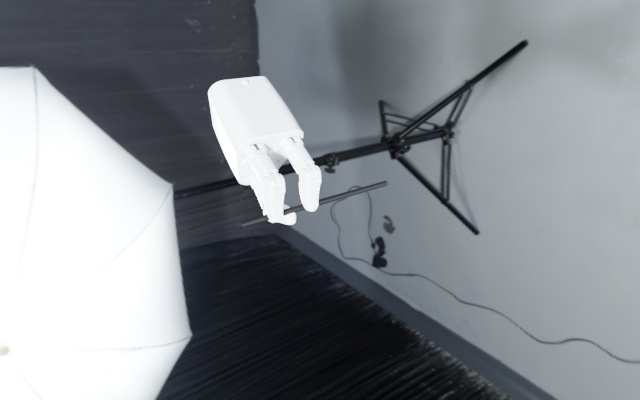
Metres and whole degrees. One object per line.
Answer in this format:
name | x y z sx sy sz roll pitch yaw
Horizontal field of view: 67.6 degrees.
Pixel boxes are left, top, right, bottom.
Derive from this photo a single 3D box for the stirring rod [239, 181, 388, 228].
stirring rod | 0.000 0.002 0.643 0.239 0.011 0.011 -16 9 -33
